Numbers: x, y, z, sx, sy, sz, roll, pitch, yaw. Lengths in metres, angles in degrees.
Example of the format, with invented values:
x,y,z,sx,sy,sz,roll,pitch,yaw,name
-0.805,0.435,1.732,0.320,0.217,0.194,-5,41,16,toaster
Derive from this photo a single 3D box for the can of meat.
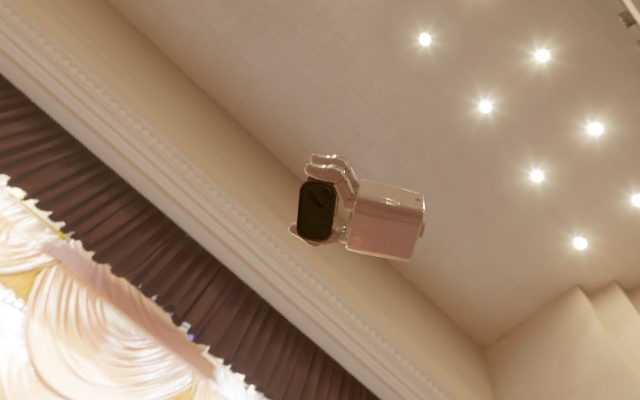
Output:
x,y,z,sx,sy,sz,roll,pitch,yaw,name
0.000,0.002,0.776,0.057,0.102,0.084,9,24,8,can of meat
